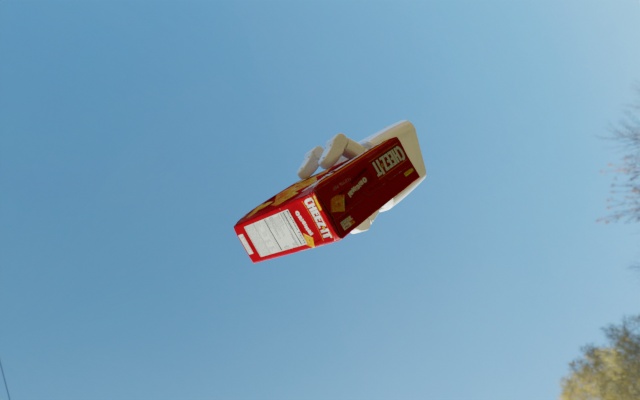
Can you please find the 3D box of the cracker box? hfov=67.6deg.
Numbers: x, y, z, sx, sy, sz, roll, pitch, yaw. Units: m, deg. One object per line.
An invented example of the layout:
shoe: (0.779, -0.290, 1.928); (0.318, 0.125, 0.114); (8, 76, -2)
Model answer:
cracker box: (0.000, 0.002, 0.646); (0.164, 0.072, 0.214); (-35, 8, -37)
